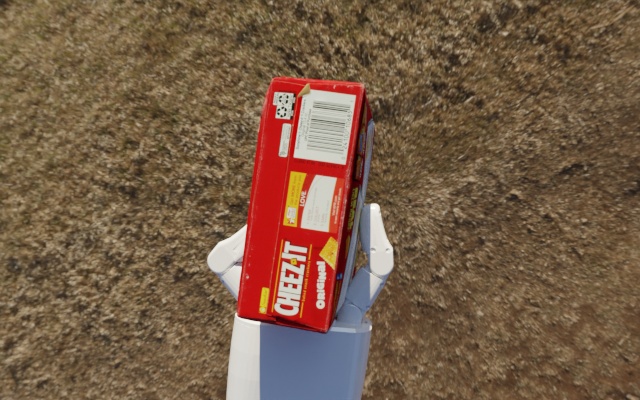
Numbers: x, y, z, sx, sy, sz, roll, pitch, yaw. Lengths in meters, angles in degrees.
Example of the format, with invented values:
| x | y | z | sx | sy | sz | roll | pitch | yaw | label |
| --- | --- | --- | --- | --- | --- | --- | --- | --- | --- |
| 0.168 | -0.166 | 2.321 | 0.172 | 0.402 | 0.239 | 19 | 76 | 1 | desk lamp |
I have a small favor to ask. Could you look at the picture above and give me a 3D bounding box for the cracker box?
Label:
| x | y | z | sx | sy | sz | roll | pitch | yaw | label |
| --- | --- | --- | --- | --- | --- | --- | --- | --- | --- |
| 0.000 | 0.001 | 0.410 | 0.072 | 0.164 | 0.213 | 8 | 2 | 8 | cracker box |
